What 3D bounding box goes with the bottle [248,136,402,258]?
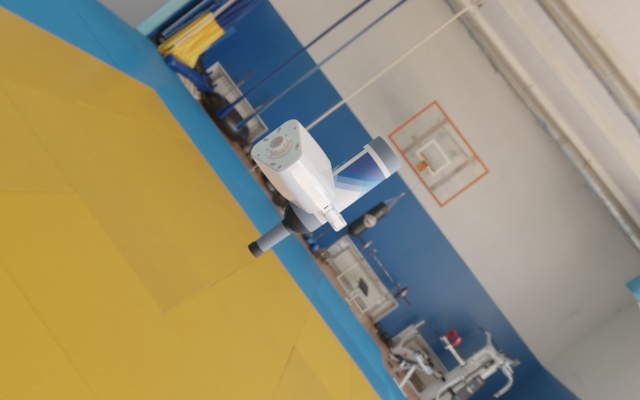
[{"bbox_3d":[0.000,0.003,0.822,0.296,0.069,0.069,-36,-2,3],"label":"bottle"}]
